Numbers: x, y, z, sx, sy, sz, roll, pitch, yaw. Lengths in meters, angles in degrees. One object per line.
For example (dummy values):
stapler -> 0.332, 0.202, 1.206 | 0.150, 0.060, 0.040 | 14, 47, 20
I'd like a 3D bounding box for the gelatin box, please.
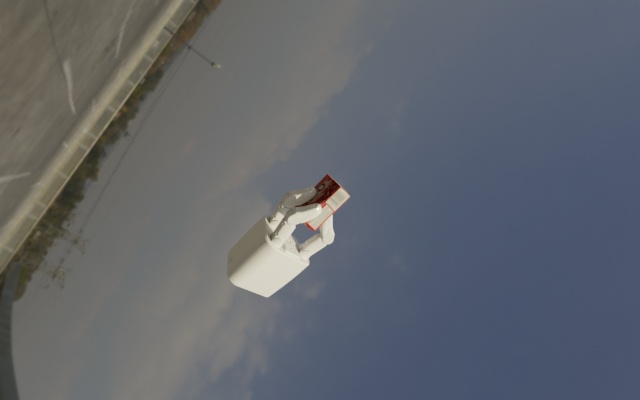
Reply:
gelatin box -> 0.001, 0.003, 0.834 | 0.030, 0.089, 0.073 | 45, 2, -27
